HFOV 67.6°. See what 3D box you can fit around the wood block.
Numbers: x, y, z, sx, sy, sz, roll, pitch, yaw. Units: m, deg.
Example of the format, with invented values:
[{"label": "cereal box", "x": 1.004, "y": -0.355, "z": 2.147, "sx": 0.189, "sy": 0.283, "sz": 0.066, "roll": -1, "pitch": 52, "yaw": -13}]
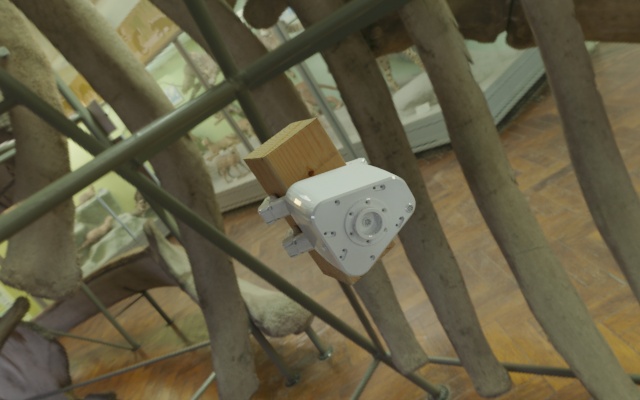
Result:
[{"label": "wood block", "x": 0.000, "y": 0.002, "z": 0.647, "sx": 0.091, "sy": 0.206, "sz": 0.090, "roll": -39, "pitch": 19, "yaw": -19}]
